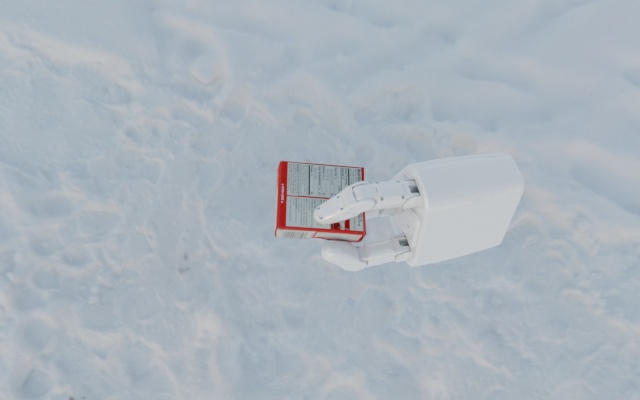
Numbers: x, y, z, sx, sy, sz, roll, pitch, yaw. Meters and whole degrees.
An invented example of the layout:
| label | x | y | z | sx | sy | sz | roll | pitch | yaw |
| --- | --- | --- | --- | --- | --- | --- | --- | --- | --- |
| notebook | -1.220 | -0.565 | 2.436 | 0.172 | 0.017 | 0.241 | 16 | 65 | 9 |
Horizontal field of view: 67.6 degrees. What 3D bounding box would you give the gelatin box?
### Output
| label | x | y | z | sx | sy | sz | roll | pitch | yaw |
| --- | --- | --- | --- | --- | --- | --- | --- | --- | --- |
| gelatin box | 0.000 | 0.001 | 0.478 | 0.089 | 0.073 | 0.030 | 4 | -23 | -10 |
